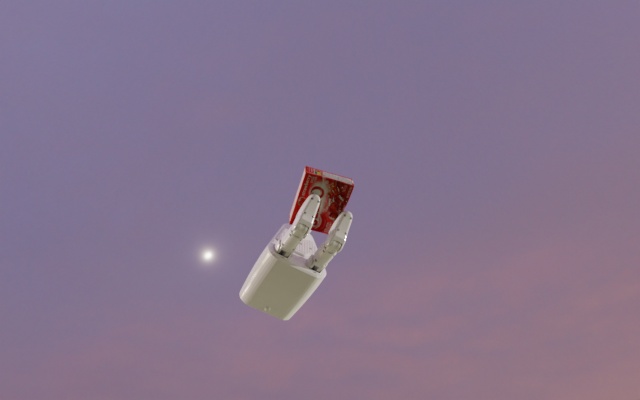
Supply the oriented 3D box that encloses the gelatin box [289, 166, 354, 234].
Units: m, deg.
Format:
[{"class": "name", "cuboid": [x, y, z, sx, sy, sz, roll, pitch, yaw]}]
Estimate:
[{"class": "gelatin box", "cuboid": [0.000, 0.002, 0.697, 0.073, 0.089, 0.030, 16, 24, -10]}]
